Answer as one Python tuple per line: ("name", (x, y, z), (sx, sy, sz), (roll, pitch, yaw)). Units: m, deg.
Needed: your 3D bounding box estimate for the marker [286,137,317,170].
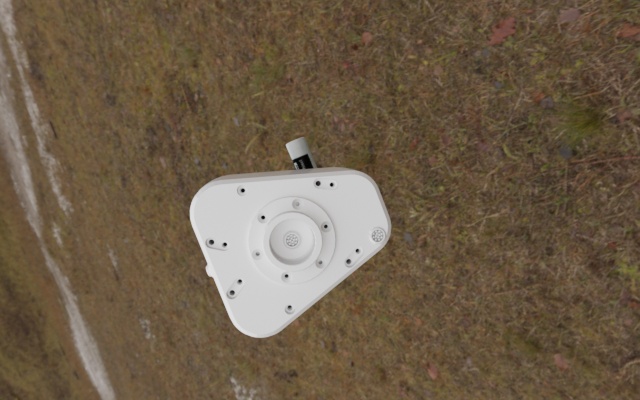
("marker", (0.000, 0.001, 0.435), (0.020, 0.121, 0.020), (-22, 4, 1))
